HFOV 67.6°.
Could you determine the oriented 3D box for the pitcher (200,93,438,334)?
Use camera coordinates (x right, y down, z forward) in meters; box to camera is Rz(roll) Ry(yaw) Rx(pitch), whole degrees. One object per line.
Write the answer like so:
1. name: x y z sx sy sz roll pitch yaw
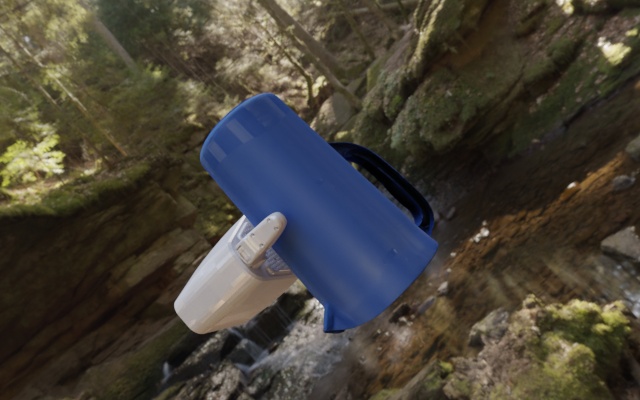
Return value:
1. pitcher: 0.000 0.002 0.503 0.145 0.243 0.149 -45 -4 18
